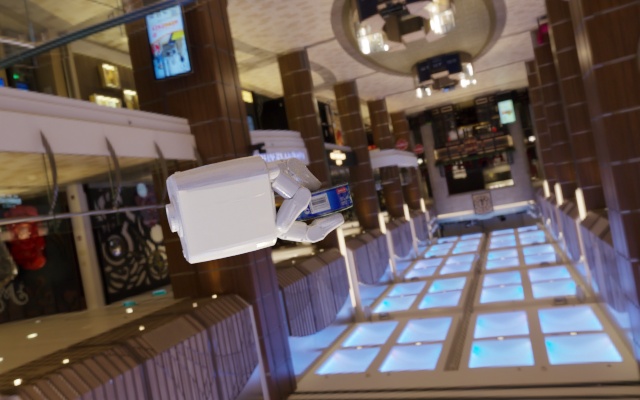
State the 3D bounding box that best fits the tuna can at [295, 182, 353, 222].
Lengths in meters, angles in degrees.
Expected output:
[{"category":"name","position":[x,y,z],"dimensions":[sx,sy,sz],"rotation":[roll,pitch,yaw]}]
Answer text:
[{"category":"tuna can","position":[0.000,0.003,0.649],"dimensions":[0.086,0.034,0.086],"rotation":[-16,2,1]}]
